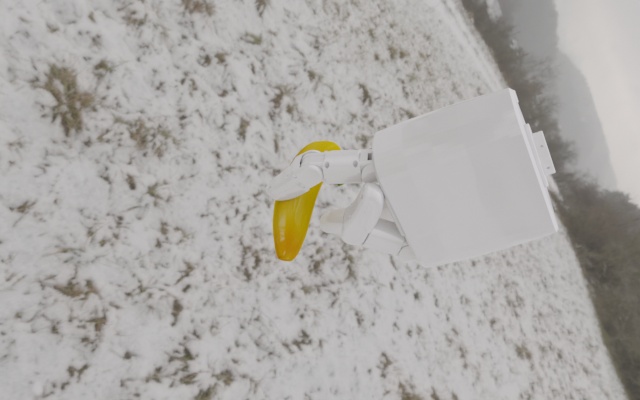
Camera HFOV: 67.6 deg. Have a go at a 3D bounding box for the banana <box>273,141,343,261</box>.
[{"bbox_3d":[-0.007,-0.016,0.467,0.037,0.070,0.197,-18,15,26],"label":"banana"}]
